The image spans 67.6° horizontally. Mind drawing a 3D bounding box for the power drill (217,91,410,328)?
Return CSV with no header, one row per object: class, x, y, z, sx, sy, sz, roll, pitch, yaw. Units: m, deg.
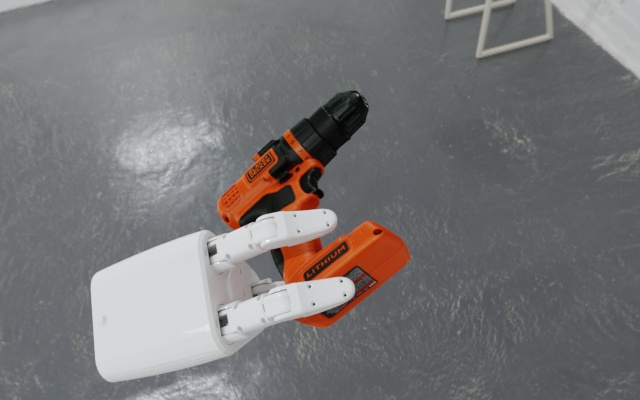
power drill,0.000,0.002,0.427,0.057,0.184,0.187,38,13,-42
